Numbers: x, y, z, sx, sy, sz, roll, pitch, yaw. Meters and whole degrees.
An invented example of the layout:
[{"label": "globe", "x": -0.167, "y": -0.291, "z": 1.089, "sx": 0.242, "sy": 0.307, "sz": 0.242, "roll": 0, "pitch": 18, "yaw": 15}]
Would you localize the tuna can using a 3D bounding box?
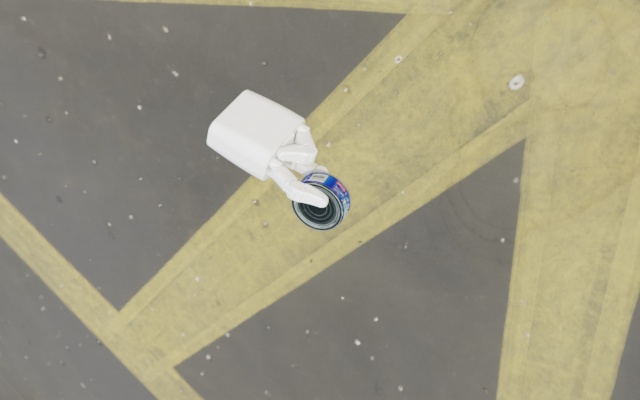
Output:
[{"label": "tuna can", "x": 0.000, "y": 0.003, "z": 0.713, "sx": 0.086, "sy": 0.086, "sz": 0.033, "roll": 0, "pitch": 30, "yaw": 26}]
